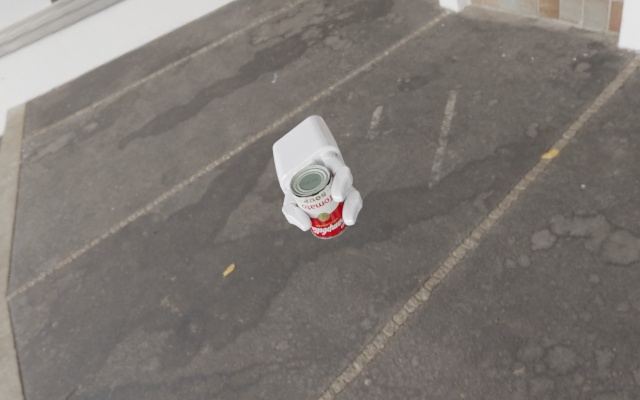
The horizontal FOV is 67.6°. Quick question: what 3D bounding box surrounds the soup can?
[{"bbox_3d":[0.000,0.003,0.745,0.068,0.068,0.102,0,-41,25],"label":"soup can"}]
